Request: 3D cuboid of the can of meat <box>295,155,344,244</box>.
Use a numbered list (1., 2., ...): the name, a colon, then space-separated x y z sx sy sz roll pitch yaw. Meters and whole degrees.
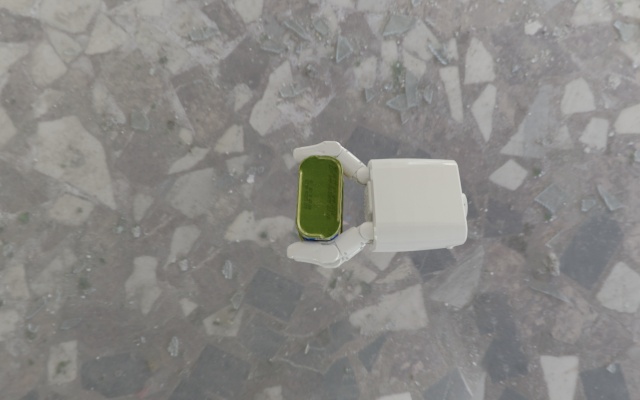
1. can of meat: 0.000 0.002 0.577 0.057 0.102 0.084 2 -9 2
